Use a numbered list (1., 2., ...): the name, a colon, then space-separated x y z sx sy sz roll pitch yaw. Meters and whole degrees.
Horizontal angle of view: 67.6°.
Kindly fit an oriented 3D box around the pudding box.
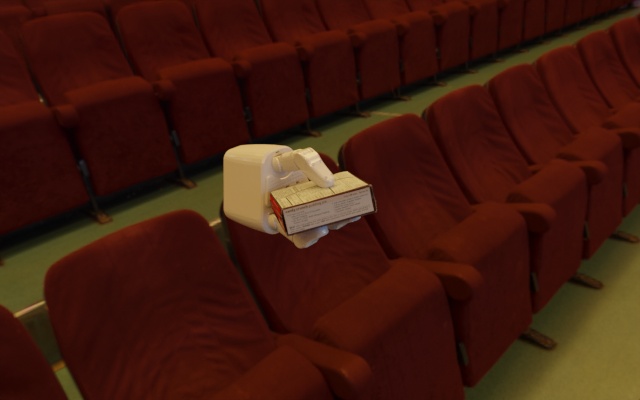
1. pudding box: 0.000 0.002 0.583 0.113 0.039 0.090 -17 18 -10
